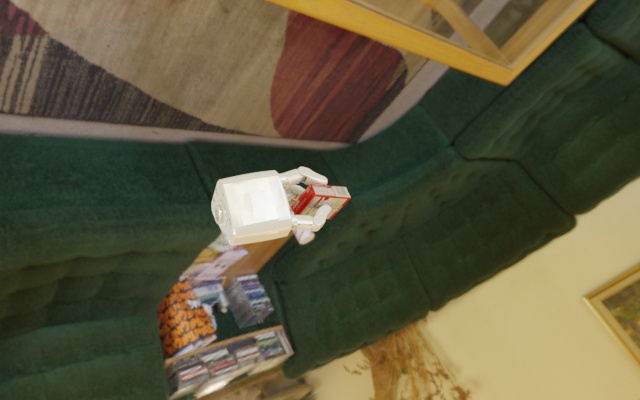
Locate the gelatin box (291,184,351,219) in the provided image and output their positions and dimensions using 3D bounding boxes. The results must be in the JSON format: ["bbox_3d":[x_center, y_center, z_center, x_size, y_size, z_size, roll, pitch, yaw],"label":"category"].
[{"bbox_3d":[0.001,0.003,0.896,0.089,0.030,0.073,4,-38,-38],"label":"gelatin box"}]
